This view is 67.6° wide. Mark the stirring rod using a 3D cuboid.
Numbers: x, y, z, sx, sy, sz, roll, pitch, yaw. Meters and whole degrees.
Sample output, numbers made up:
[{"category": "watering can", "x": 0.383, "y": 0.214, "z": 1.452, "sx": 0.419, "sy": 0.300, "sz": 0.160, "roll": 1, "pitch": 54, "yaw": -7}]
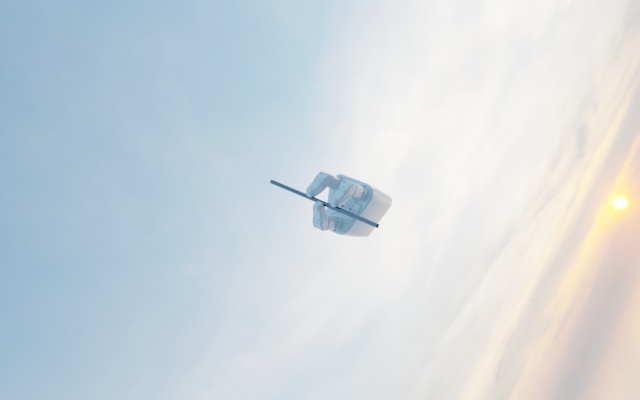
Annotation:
[{"category": "stirring rod", "x": 0.000, "y": 0.003, "z": 0.845, "sx": 0.239, "sy": 0.011, "sz": 0.011, "roll": 23, "pitch": 12, "yaw": 32}]
